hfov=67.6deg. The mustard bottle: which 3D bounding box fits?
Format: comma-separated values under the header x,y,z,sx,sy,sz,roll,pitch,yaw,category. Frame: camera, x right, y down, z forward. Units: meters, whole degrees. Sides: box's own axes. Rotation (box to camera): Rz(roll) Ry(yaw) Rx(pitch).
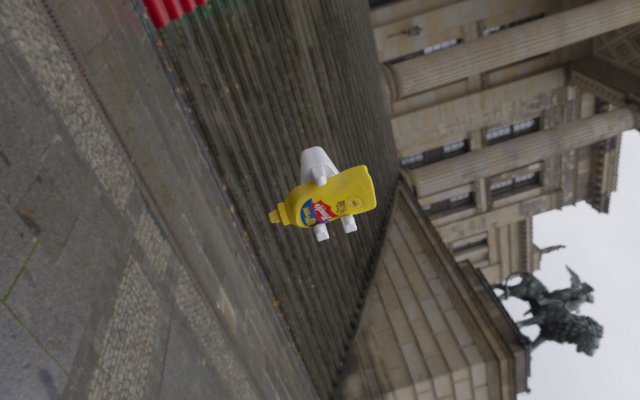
x,y,z,sx,sy,sz,roll,pitch,yaw,category
0.000,0.003,0.856,0.191,0.058,0.096,-17,-38,1,mustard bottle
